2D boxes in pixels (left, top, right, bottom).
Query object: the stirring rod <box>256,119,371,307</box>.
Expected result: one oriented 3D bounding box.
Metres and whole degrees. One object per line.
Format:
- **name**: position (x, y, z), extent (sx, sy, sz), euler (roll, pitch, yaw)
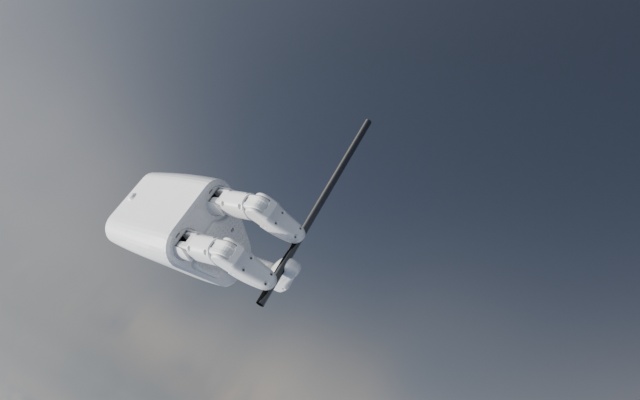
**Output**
- **stirring rod**: position (0.000, 0.002, 0.480), extent (0.011, 0.239, 0.011), euler (23, -30, 14)
